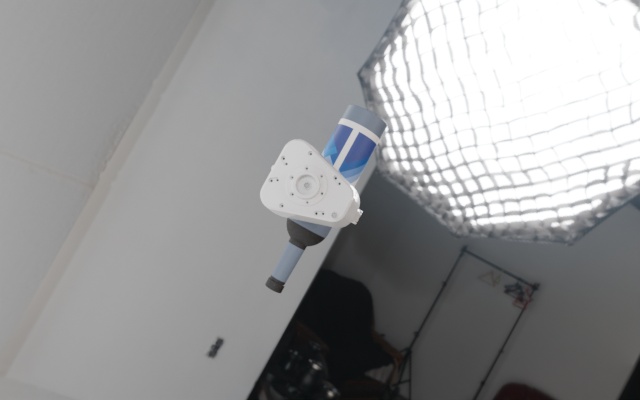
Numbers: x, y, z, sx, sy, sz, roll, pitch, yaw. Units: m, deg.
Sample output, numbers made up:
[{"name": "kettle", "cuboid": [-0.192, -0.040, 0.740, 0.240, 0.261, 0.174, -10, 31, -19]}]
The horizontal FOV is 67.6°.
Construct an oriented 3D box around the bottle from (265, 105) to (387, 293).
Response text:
[{"name": "bottle", "cuboid": [0.000, 0.002, 0.712, 0.069, 0.295, 0.069, 29, -1, 1]}]
